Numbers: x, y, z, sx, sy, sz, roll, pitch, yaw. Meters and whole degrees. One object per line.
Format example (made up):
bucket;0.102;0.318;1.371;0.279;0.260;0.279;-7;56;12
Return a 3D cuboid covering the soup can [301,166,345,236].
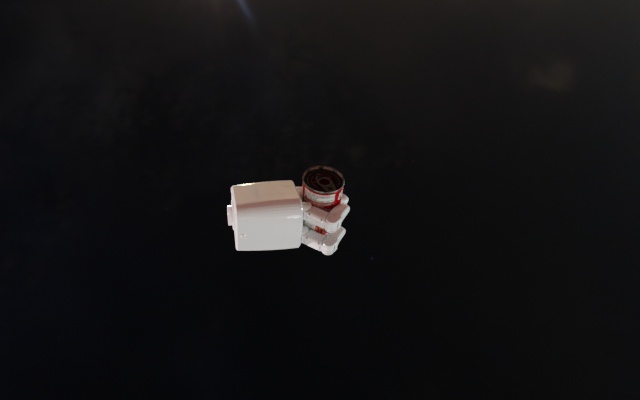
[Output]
soup can;0.001;0.003;0.798;0.068;0.102;0.068;4;41;-4
